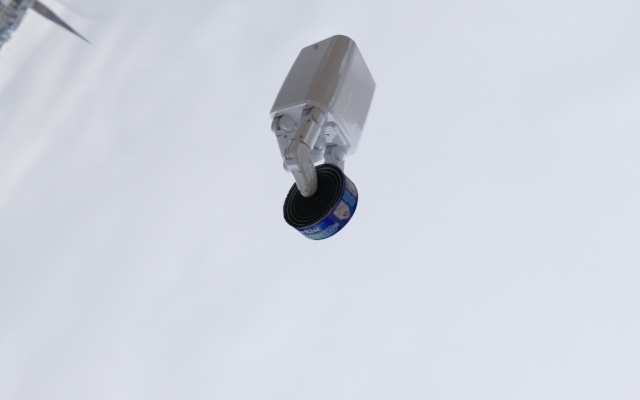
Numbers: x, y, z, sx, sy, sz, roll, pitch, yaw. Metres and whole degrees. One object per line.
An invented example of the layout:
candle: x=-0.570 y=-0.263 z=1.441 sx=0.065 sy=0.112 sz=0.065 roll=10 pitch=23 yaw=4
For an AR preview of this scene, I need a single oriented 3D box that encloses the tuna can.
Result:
tuna can: x=0.000 y=0.002 z=0.543 sx=0.086 sy=0.086 sz=0.034 roll=0 pitch=-32 yaw=44
